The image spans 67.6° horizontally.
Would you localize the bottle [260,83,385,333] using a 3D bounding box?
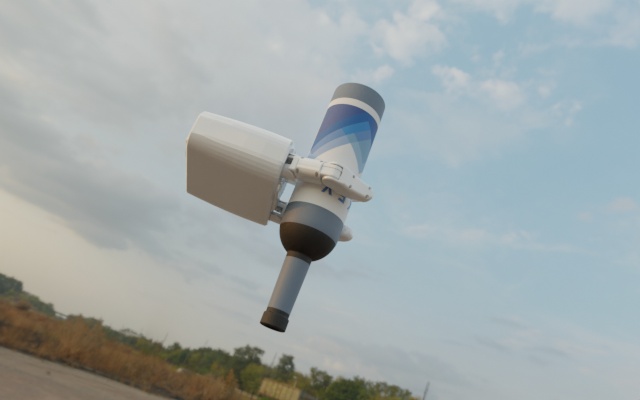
[{"bbox_3d":[0.000,0.002,0.536,0.069,0.295,0.069,18,-23,8],"label":"bottle"}]
